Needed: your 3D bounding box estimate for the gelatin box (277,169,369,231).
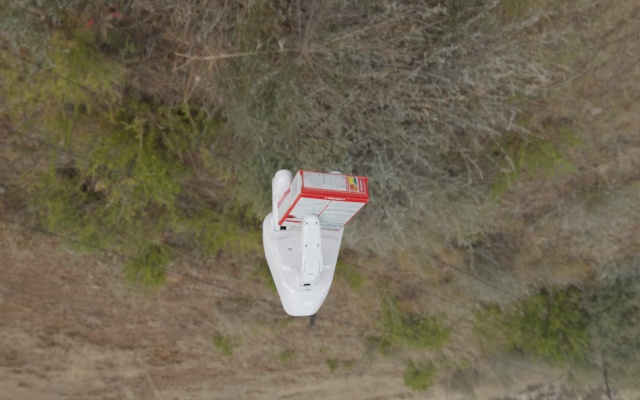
[{"bbox_3d":[0.000,0.002,0.504,0.073,0.030,0.089,6,-26,-18],"label":"gelatin box"}]
